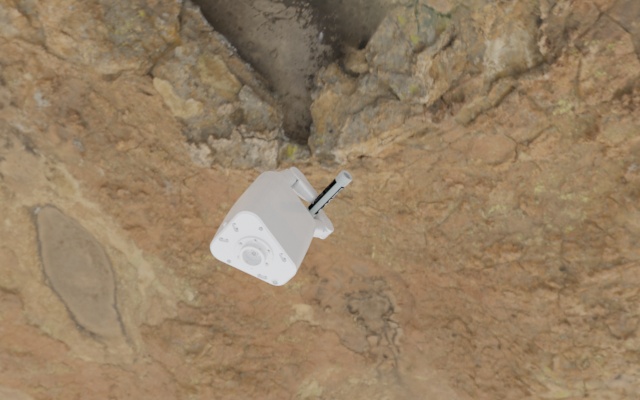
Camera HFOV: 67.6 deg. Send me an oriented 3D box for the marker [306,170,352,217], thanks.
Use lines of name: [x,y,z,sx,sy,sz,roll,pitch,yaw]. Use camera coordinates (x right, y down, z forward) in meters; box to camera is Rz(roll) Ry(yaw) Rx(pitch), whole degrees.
marker: [0.000,0.002,0.687,0.020,0.020,0.121,0,-38,-51]
